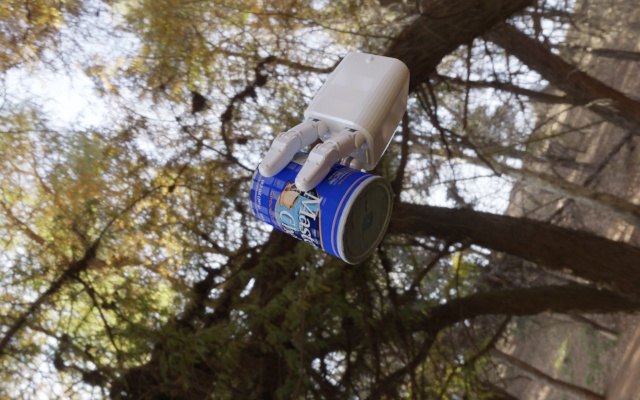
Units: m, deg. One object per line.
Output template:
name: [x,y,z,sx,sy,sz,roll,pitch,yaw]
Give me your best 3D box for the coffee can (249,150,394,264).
coffee can: [0.000,0.002,0.567,0.140,0.103,0.103,22,12,33]
